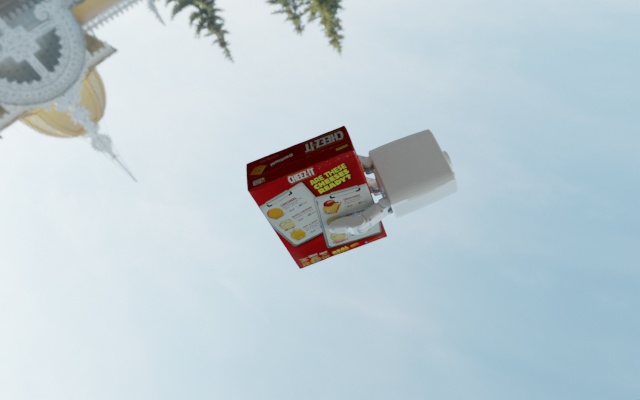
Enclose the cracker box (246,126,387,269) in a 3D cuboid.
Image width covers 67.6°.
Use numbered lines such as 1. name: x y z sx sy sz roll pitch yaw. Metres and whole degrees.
1. cracker box: 0.000 0.003 0.762 0.164 0.072 0.214 -21 -45 6
